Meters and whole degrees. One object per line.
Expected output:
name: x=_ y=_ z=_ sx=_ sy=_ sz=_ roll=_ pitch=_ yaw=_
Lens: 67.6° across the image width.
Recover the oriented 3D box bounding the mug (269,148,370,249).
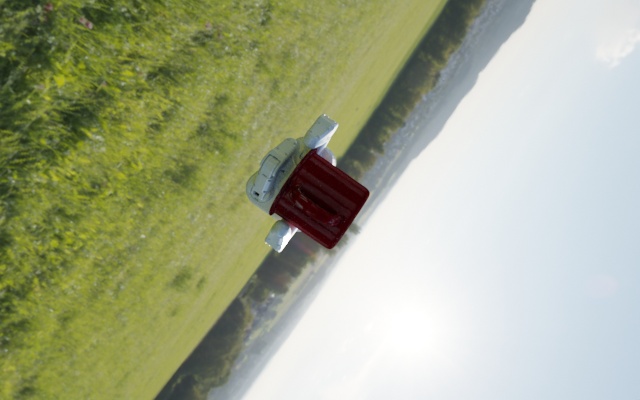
mug: x=0.000 y=0.002 z=0.524 sx=0.081 sy=0.093 sz=0.117 roll=35 pitch=8 yaw=3
